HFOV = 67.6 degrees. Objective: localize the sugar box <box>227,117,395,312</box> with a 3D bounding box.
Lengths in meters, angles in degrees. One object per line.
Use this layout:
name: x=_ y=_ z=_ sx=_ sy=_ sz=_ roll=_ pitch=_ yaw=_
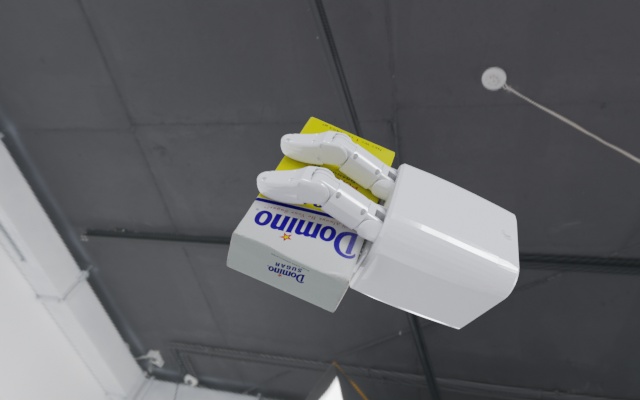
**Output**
sugar box: x=0.000 y=0.001 z=0.411 sx=0.093 sy=0.048 sz=0.176 roll=23 pitch=40 yaw=2
